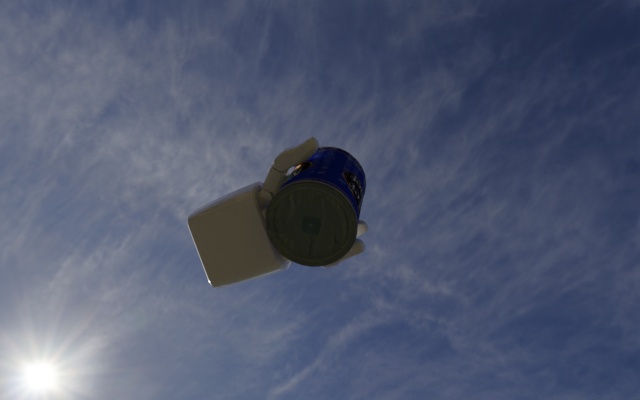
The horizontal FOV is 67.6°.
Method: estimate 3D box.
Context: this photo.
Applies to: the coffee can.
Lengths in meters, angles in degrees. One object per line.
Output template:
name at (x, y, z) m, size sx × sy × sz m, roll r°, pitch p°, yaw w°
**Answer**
coffee can at (0.000, 0.002, 0.583) m, size 0.103 × 0.103 × 0.140 m, roll 0°, pitch 22°, yaw 10°
